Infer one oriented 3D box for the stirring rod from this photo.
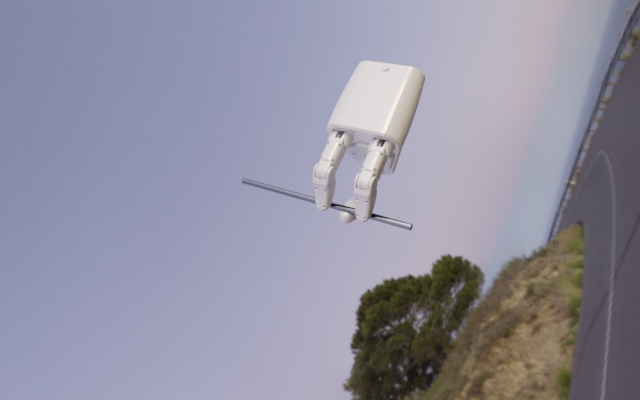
[{"bbox_3d":[0.000,0.002,0.604,0.239,0.011,0.011,15,6,24],"label":"stirring rod"}]
